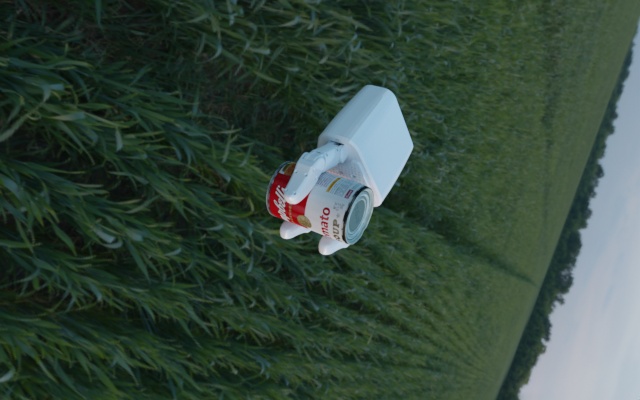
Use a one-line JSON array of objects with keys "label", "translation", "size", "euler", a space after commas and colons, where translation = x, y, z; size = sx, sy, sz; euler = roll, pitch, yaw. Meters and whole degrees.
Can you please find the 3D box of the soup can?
[{"label": "soup can", "translation": [0.000, 0.002, 0.533], "size": [0.102, 0.068, 0.068], "euler": [20, 9, 26]}]
